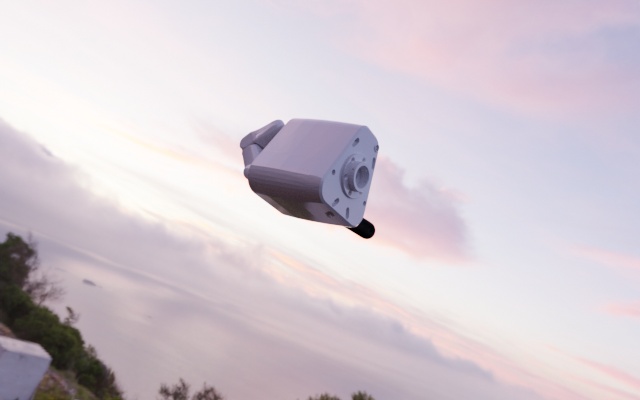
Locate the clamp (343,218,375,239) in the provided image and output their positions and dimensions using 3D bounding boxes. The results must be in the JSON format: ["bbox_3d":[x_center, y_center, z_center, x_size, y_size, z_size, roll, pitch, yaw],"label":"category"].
[{"bbox_3d":[0.000,0.001,0.651,0.120,0.039,0.171,14,-16,39],"label":"clamp"}]
